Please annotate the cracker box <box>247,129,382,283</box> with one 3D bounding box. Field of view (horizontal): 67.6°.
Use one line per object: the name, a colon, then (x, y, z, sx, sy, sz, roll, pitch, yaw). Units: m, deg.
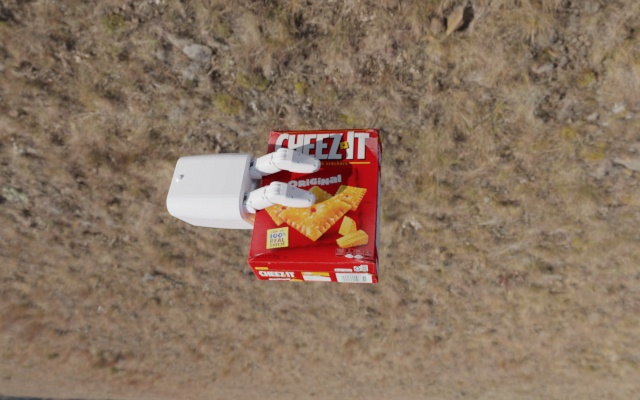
cracker box: (0.000, 0.002, 0.660, 0.164, 0.213, 0.072, 0, -30, 9)
